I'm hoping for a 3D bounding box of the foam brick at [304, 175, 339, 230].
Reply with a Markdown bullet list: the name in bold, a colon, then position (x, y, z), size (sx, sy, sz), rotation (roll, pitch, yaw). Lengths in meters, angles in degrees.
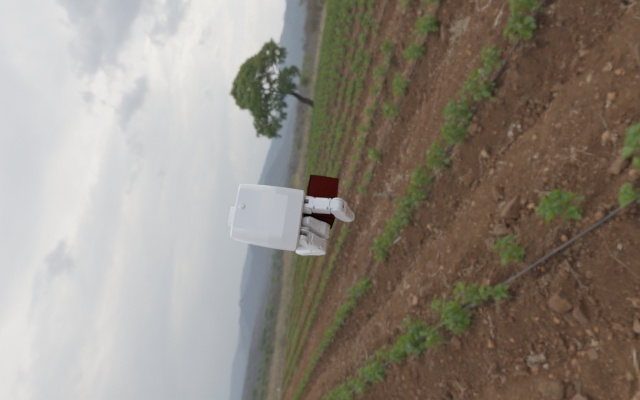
- **foam brick**: position (0.000, 0.002, 0.814), size (0.051, 0.078, 0.053), rotation (8, -26, -3)
